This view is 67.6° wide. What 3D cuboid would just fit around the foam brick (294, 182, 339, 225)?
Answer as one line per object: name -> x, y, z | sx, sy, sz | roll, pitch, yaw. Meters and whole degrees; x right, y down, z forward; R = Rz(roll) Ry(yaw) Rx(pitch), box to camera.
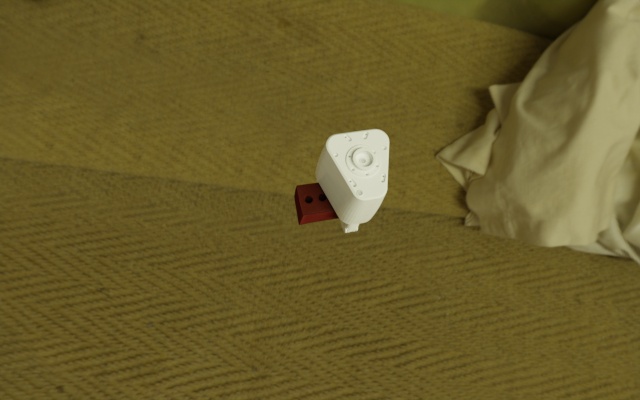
foam brick -> 0.000, 0.003, 0.770 | 0.078, 0.053, 0.051 | -9, -18, -10
